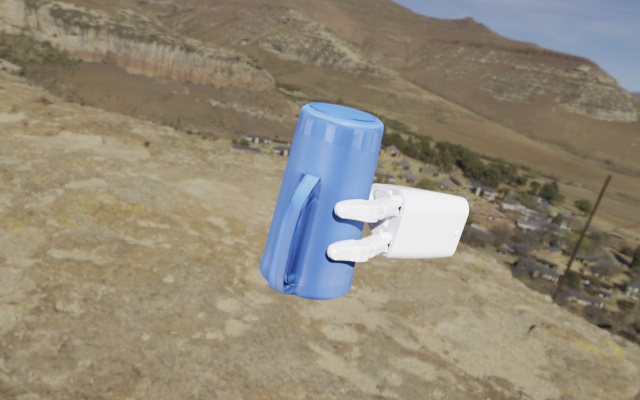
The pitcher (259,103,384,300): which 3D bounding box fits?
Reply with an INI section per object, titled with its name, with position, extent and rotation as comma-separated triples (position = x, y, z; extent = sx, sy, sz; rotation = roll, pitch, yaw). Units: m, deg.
[pitcher]
position = 0.000, 0.002, 0.630
extent = 0.145, 0.243, 0.149
rotation = 5, 21, -23
